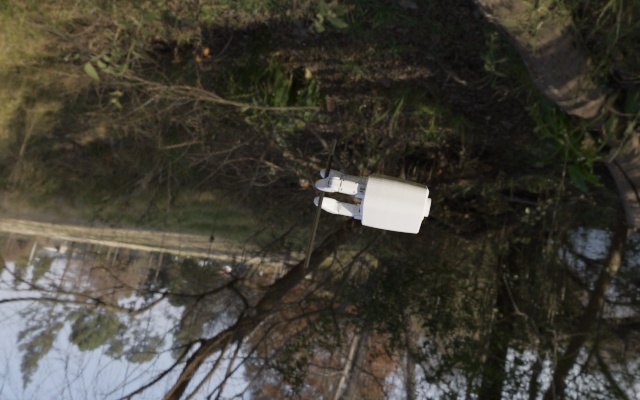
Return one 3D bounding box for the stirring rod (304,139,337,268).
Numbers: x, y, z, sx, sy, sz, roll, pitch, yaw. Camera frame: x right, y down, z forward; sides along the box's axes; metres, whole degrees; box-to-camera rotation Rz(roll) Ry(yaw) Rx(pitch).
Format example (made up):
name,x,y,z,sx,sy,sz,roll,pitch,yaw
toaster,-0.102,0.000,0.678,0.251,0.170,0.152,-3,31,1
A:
name,x,y,z,sx,sy,sz,roll,pitch,yaw
stirring rod,0.000,0.003,0.868,0.011,0.239,0.011,12,-9,2
